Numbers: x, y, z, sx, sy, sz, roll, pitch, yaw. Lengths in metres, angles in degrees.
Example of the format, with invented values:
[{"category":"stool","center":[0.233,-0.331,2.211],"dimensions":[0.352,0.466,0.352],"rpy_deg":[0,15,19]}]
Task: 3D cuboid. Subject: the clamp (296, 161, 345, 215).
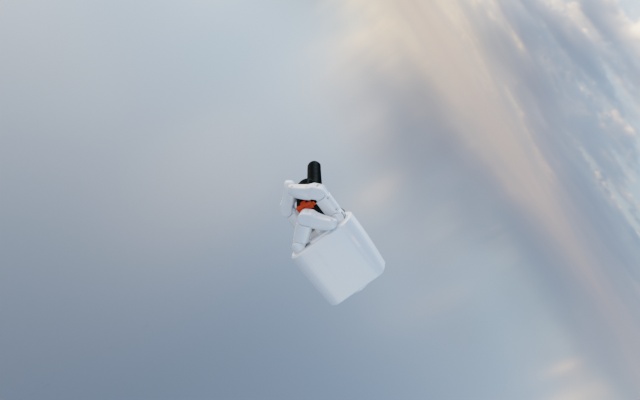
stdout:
[{"category":"clamp","center":[0.001,0.002,0.830],"dimensions":[0.039,0.120,0.171],"rpy_deg":[-32,11,21]}]
